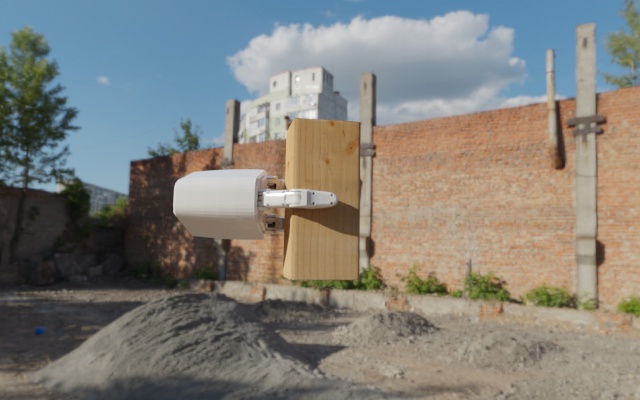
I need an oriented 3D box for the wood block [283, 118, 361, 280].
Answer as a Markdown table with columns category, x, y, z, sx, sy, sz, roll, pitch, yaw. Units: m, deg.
| category | x | y | z | sx | sy | sz | roll | pitch | yaw |
| --- | --- | --- | --- | --- | --- | --- | --- | --- | --- |
| wood block | 0.000 | 0.002 | 0.648 | 0.090 | 0.206 | 0.091 | 2 | -6 | -11 |
